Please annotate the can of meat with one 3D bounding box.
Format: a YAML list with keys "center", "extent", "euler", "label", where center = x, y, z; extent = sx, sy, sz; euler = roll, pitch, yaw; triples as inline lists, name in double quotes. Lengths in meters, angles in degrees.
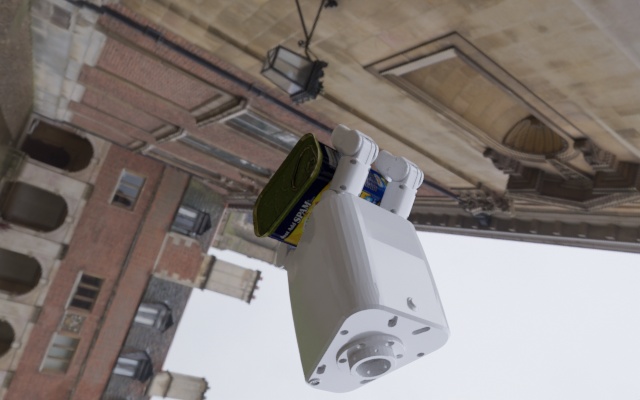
- center: [0.000, 0.002, 0.439]
  extent: [0.084, 0.102, 0.057]
  euler: [24, 29, -29]
  label: "can of meat"
